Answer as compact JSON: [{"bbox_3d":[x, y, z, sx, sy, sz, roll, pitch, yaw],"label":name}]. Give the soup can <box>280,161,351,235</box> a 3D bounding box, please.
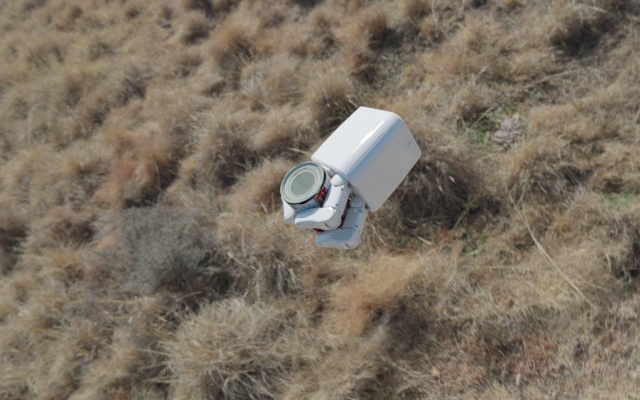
[{"bbox_3d":[0.000,0.002,0.646,0.068,0.068,0.102,0,-31,33],"label":"soup can"}]
